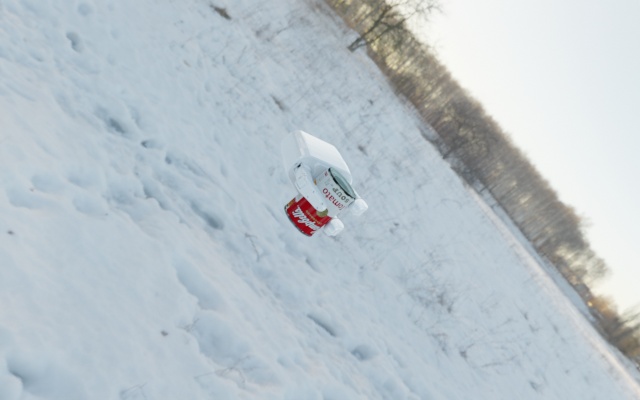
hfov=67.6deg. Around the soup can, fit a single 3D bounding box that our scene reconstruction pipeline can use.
[{"bbox_3d":[0.000,0.003,0.782,0.102,0.068,0.068,-40,-12,15],"label":"soup can"}]
